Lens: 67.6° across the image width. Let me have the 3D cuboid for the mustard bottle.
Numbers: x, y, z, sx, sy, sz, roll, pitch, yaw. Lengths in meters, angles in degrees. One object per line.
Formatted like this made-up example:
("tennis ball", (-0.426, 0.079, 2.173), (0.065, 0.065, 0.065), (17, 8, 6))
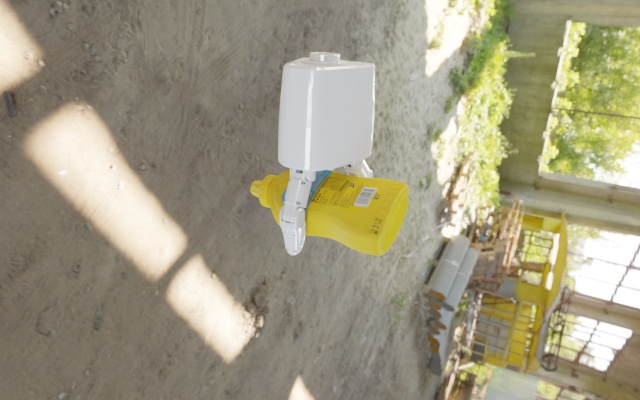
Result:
("mustard bottle", (0.000, 0.002, 0.568), (0.191, 0.058, 0.096), (13, 48, 24))
